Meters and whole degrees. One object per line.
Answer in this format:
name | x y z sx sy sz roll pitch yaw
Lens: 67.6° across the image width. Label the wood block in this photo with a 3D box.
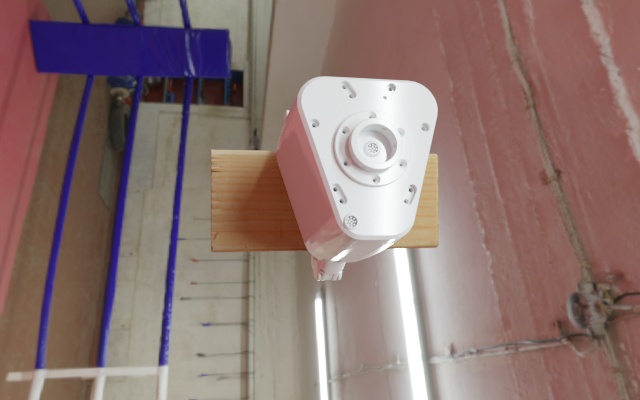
wood block | 0.000 0.002 0.466 0.206 0.091 0.090 0 -2 -10
